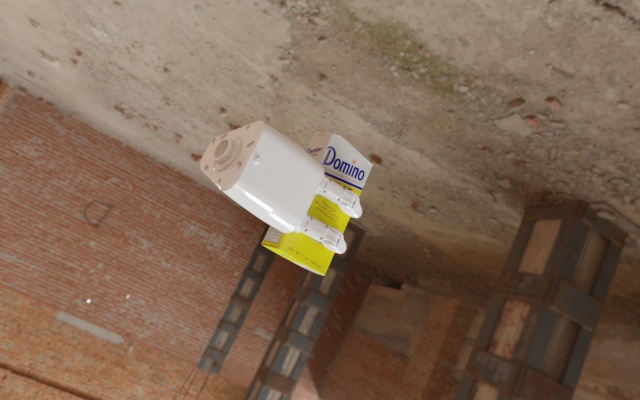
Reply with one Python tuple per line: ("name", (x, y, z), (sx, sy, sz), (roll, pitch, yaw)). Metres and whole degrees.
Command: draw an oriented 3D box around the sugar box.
("sugar box", (0.000, 0.002, 0.648), (0.093, 0.176, 0.048), (35, -16, -38))
